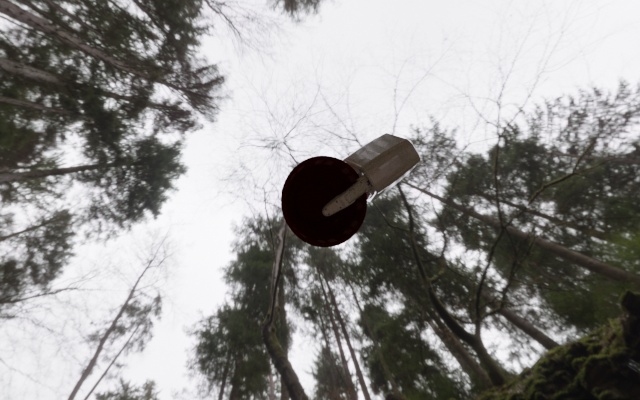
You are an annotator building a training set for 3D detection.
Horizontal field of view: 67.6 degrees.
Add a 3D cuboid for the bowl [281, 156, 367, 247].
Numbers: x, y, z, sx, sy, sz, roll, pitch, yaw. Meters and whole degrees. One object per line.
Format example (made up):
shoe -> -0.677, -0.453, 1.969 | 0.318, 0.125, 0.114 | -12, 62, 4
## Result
bowl -> -0.001, 0.003, 0.858 | 0.162, 0.162, 0.055 | 0, -3, -21
